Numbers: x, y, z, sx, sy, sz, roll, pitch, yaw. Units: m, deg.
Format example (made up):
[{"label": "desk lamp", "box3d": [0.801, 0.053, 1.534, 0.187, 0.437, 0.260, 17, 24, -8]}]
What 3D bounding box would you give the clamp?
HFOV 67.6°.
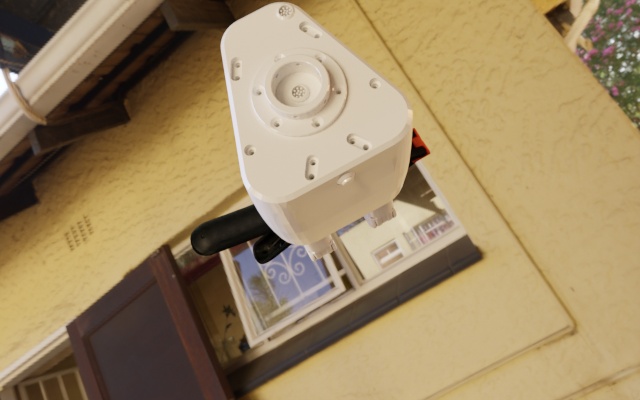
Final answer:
[{"label": "clamp", "box3d": [0.000, 0.000, 0.438, 0.210, 0.036, 0.164, -29, -13, -3]}]
